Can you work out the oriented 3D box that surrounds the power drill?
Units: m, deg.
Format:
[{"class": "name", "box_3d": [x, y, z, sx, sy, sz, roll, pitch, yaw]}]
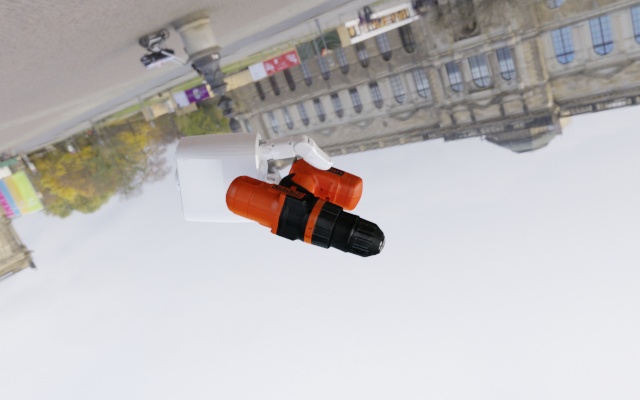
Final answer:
[{"class": "power drill", "box_3d": [0.000, 0.002, 0.589, 0.184, 0.057, 0.187, 21, 17, 10]}]
